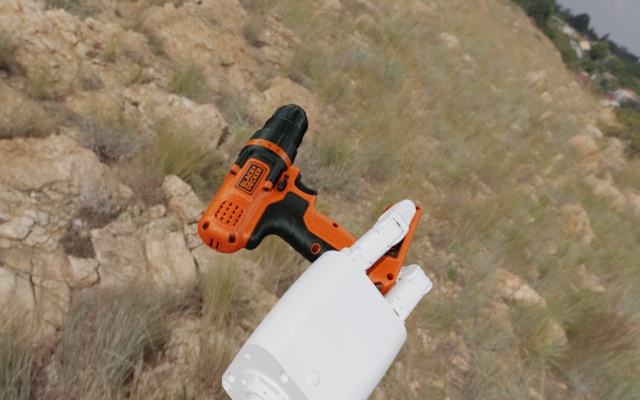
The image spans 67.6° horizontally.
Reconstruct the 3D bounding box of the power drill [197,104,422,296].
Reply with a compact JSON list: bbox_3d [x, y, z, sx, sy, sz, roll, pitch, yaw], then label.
[{"bbox_3d":[0.000,0.002,0.471,0.187,0.184,0.057,26,-31,1],"label":"power drill"}]
